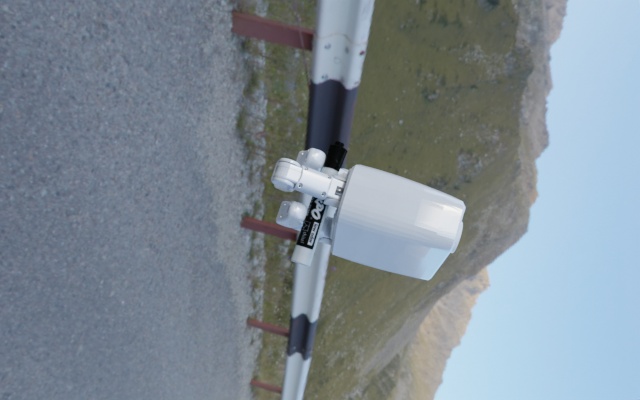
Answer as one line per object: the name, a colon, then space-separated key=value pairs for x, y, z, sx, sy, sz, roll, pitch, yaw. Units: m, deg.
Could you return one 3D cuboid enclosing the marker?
marker: x=0.000 y=0.001 z=0.447 sx=0.020 sy=0.121 sz=0.020 roll=18 pitch=-9 yaw=3
